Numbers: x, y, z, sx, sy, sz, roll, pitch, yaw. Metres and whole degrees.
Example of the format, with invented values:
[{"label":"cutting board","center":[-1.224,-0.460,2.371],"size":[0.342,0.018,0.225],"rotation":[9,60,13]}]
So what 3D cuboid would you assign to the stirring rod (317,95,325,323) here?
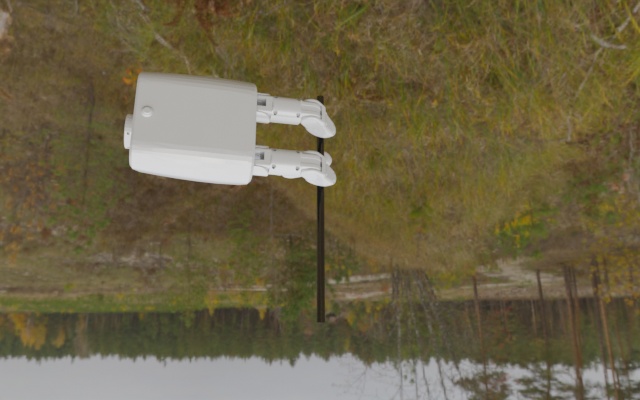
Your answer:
[{"label":"stirring rod","center":[0.000,0.002,0.492],"size":[0.011,0.239,0.011],"rotation":[0,-16,0]}]
